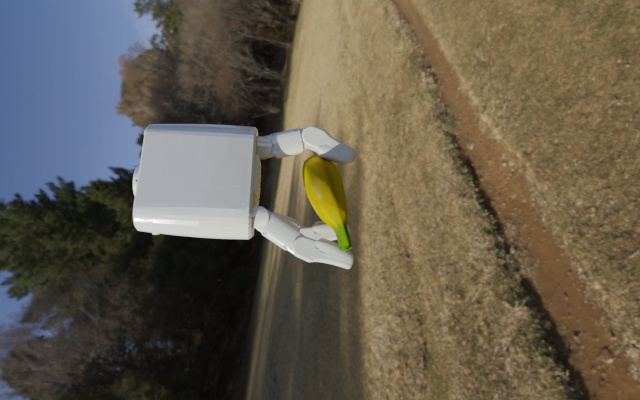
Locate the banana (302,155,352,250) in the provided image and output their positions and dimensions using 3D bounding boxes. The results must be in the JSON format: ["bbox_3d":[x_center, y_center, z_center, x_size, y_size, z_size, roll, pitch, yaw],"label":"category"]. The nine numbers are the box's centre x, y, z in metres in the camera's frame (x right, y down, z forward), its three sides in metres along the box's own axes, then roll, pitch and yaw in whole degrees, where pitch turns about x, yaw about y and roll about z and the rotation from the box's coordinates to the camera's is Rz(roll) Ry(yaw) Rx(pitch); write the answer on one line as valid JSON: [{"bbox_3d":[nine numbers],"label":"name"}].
[{"bbox_3d":[0.000,-0.015,0.510,0.037,0.070,0.197,-4,19,-5],"label":"banana"}]
